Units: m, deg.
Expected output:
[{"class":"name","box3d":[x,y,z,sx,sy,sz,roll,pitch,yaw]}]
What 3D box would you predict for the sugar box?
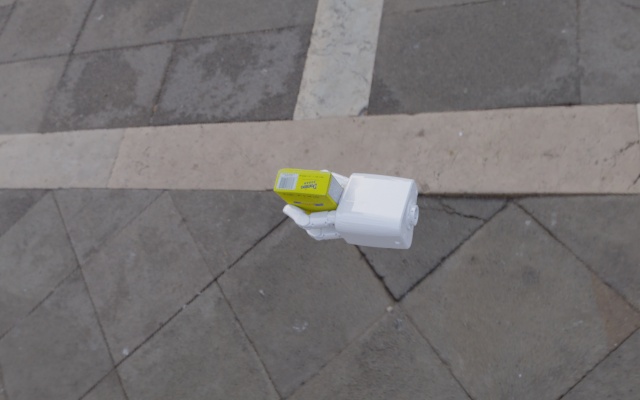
[{"class":"sugar box","box3d":[0.000,0.003,0.810,0.093,0.048,0.176,6,-21,24]}]
